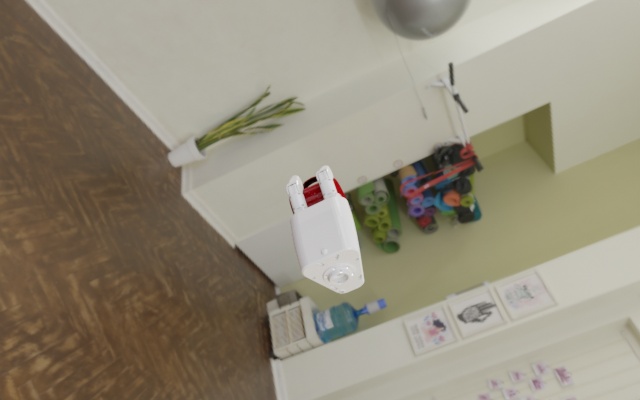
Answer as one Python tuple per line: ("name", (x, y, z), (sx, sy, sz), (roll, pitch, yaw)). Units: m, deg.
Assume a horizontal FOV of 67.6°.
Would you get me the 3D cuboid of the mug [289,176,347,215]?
("mug", (0.000, 0.002, 0.837), (0.081, 0.117, 0.093), (-24, -43, 11))
